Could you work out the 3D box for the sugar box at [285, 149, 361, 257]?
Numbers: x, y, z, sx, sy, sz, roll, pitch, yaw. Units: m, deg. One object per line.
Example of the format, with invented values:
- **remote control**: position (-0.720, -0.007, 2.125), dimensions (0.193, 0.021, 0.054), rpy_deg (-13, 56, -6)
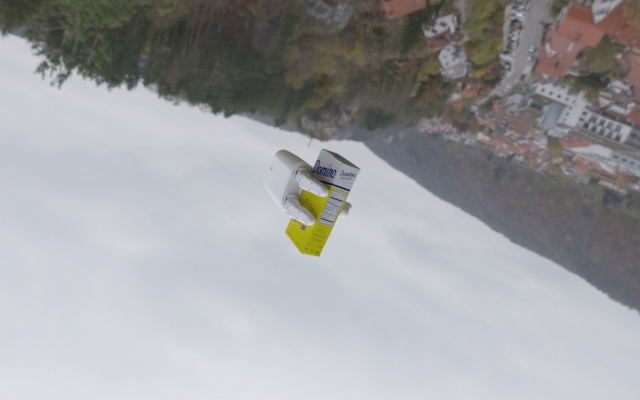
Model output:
- **sugar box**: position (0.000, 0.003, 0.852), dimensions (0.048, 0.176, 0.093), rpy_deg (15, 14, -30)
